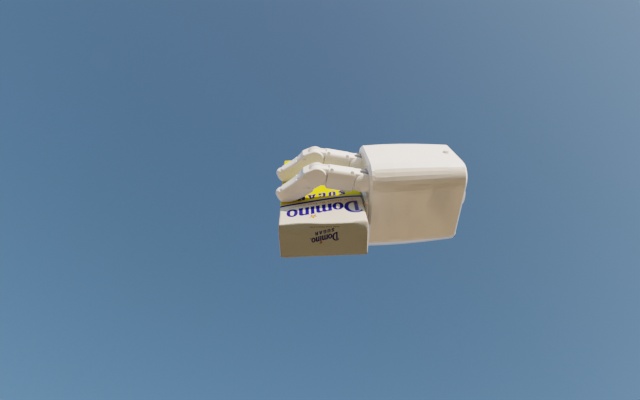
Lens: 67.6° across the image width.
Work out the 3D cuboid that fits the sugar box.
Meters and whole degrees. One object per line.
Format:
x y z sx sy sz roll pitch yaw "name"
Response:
0.000 0.001 0.561 0.093 0.048 0.176 -2 24 -2 "sugar box"
